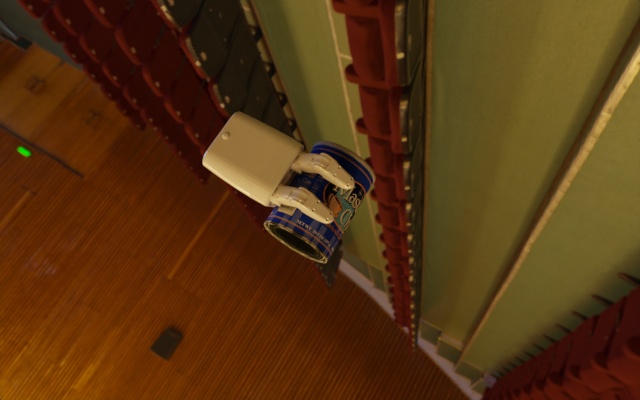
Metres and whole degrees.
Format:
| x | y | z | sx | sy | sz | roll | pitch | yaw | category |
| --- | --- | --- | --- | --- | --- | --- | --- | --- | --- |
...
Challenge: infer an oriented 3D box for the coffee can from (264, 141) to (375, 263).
| x | y | z | sx | sy | sz | roll | pitch | yaw | category |
| --- | --- | --- | --- | --- | --- | --- | --- | --- | --- |
| 0.000 | 0.002 | 0.675 | 0.103 | 0.140 | 0.103 | 29 | -17 | 10 | coffee can |
